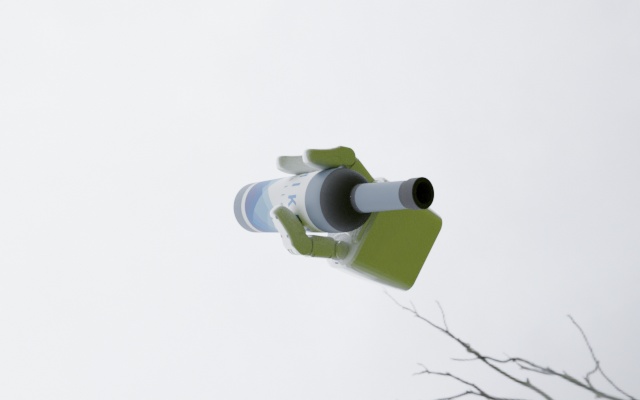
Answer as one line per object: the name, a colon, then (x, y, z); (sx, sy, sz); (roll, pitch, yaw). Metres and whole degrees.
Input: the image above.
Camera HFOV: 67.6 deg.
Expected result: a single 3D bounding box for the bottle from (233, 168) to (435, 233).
bottle: (0.000, 0.002, 0.515); (0.069, 0.069, 0.296); (0, -3, -36)
